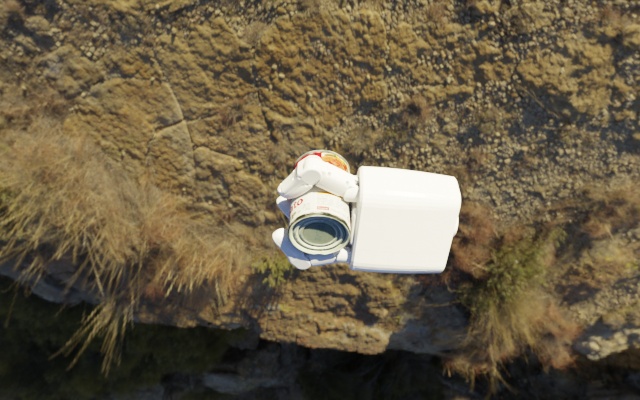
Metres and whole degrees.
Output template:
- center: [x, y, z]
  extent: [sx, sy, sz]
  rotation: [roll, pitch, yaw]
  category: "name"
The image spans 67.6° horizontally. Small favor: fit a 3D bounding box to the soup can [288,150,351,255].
- center: [0.000, 0.002, 0.534]
  extent: [0.068, 0.102, 0.069]
  rotation: [1, -45, 1]
  category: "soup can"
